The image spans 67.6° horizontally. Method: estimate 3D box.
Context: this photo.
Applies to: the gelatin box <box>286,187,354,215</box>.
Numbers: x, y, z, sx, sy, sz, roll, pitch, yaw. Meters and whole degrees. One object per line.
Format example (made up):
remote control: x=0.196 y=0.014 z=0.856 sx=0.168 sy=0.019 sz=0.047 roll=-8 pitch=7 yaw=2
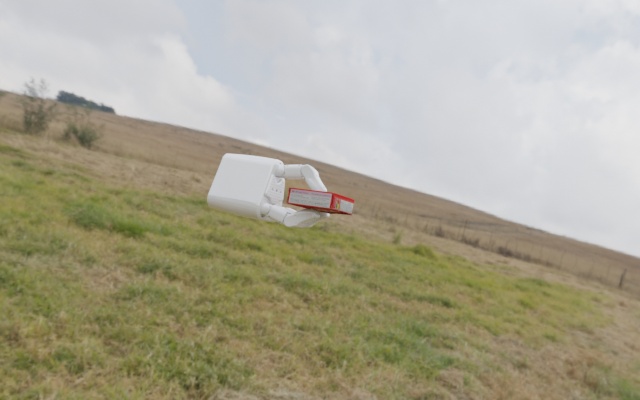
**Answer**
gelatin box: x=0.000 y=0.002 z=0.792 sx=0.089 sy=0.030 sz=0.073 roll=6 pitch=-6 yaw=32
